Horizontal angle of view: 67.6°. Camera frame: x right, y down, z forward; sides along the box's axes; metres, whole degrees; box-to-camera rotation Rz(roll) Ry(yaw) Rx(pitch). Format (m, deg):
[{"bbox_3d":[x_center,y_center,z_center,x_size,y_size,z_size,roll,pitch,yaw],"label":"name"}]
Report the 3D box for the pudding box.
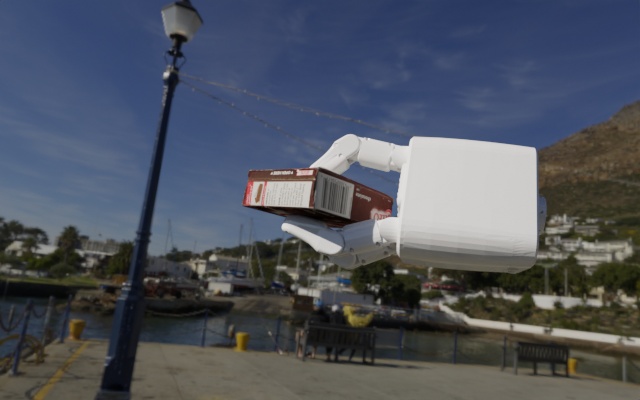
[{"bbox_3d":[0.000,0.001,0.442,0.090,0.039,0.113,0,-14,42],"label":"pudding box"}]
